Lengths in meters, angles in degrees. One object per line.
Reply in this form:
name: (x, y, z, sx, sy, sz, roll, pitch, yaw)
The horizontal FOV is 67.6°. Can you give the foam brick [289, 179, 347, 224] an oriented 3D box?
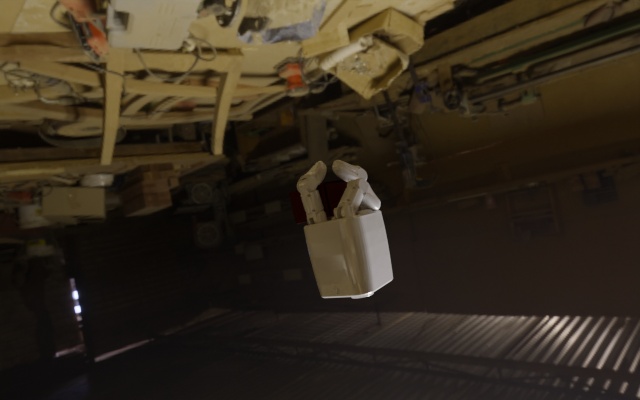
foam brick: (0.000, 0.002, 0.719, 0.053, 0.051, 0.078, -11, -2, -45)
